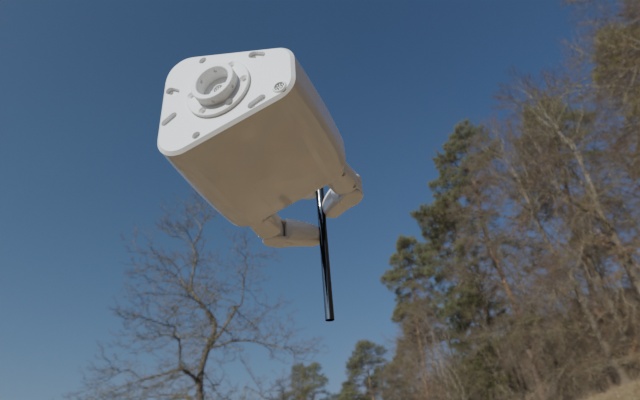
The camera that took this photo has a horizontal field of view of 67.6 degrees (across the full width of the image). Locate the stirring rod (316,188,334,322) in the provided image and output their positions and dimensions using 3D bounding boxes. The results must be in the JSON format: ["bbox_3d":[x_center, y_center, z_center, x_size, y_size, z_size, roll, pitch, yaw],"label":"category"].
[{"bbox_3d":[0.000,0.002,0.477,0.011,0.239,0.011,-3,-31,-2],"label":"stirring rod"}]
